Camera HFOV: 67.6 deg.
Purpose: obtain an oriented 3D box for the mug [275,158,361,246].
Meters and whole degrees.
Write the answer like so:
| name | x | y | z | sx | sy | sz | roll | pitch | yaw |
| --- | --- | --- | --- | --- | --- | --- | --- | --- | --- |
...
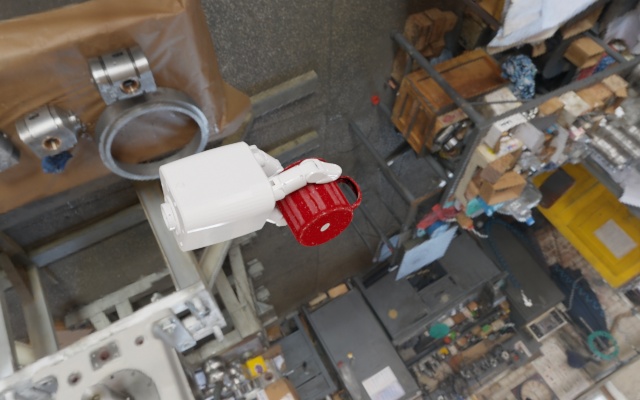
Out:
| name | x | y | z | sx | sy | sz | roll | pitch | yaw |
| --- | --- | --- | --- | --- | --- | --- | --- | --- | --- |
| mug | 0.001 | 0.002 | 0.627 | 0.117 | 0.081 | 0.093 | -18 | -31 | -24 |
